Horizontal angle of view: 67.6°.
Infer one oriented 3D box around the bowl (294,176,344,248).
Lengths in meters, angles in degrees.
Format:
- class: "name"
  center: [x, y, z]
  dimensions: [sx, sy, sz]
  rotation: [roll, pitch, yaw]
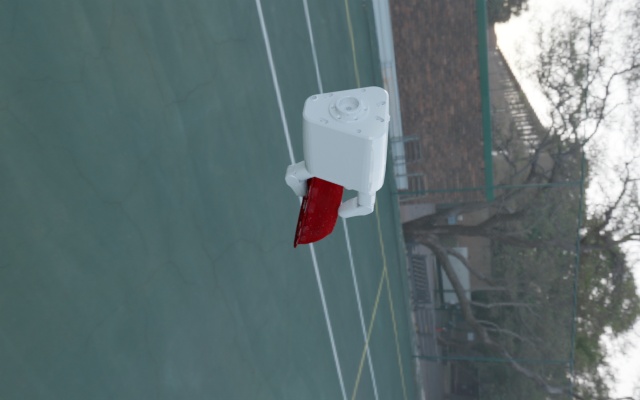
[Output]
- class: "bowl"
  center: [0.000, 0.003, 0.766]
  dimensions: [0.055, 0.162, 0.162]
  rotation: [13, -1, -5]
